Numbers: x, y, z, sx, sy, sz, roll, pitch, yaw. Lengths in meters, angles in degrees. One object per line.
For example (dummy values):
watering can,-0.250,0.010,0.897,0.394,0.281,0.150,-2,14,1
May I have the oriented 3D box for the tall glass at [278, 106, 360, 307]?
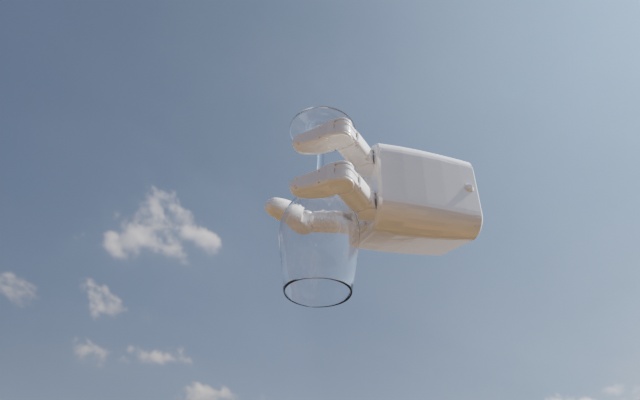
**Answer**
tall glass,0.000,0.001,0.479,0.079,0.201,0.079,1,-36,1
